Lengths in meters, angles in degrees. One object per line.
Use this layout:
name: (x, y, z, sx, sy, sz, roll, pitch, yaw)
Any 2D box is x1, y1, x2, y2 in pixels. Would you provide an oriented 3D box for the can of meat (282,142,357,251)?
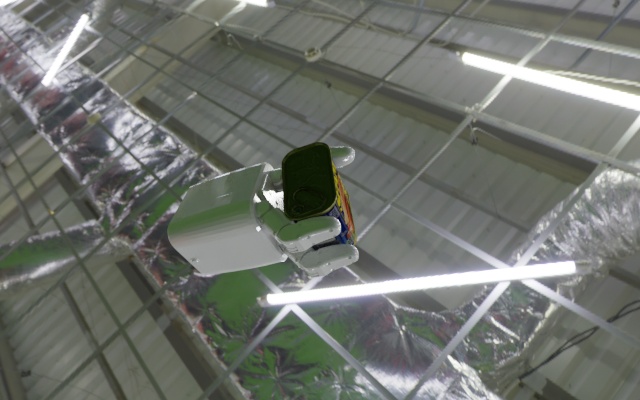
can of meat: (0.000, 0.002, 0.529, 0.057, 0.102, 0.084, -17, -42, 11)
